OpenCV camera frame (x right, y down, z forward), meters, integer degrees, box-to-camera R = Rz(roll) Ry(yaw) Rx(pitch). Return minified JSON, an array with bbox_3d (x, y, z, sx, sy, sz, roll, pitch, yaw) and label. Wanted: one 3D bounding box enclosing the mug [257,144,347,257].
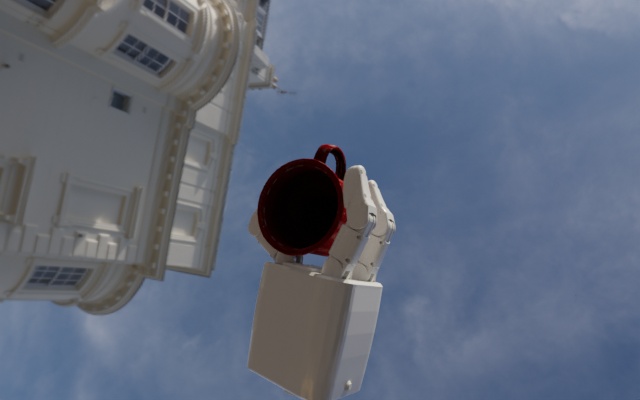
[{"bbox_3d":[0.000,0.000,0.483,0.093,0.117,0.081,10,-7,29],"label":"mug"}]
